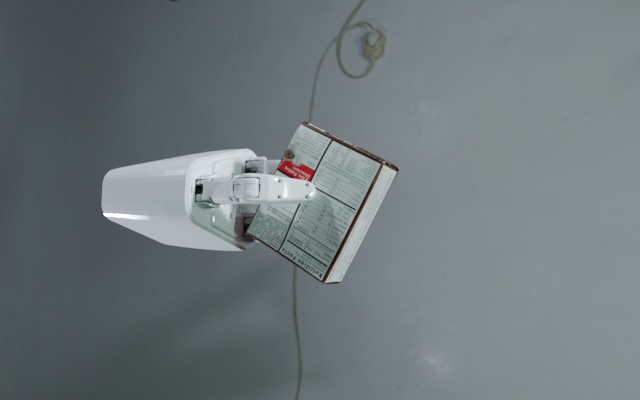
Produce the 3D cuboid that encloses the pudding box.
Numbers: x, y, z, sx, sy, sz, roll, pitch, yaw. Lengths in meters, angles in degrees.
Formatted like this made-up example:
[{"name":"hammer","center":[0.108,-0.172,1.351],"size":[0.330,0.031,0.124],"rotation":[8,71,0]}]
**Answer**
[{"name":"pudding box","center":[0.000,0.001,0.405],"size":[0.090,0.113,0.039],"rotation":[30,10,26]}]
